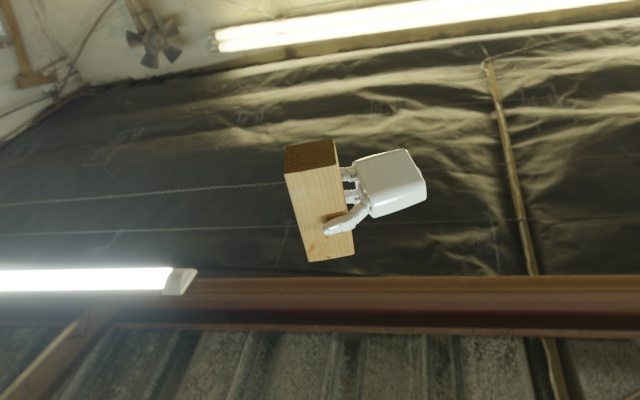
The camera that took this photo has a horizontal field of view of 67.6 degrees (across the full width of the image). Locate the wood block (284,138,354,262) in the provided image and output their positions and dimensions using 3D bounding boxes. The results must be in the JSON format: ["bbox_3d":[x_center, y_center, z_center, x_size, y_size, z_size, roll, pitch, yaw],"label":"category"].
[{"bbox_3d":[0.001,0.003,0.872,0.090,0.206,0.090,-10,37,5],"label":"wood block"}]
